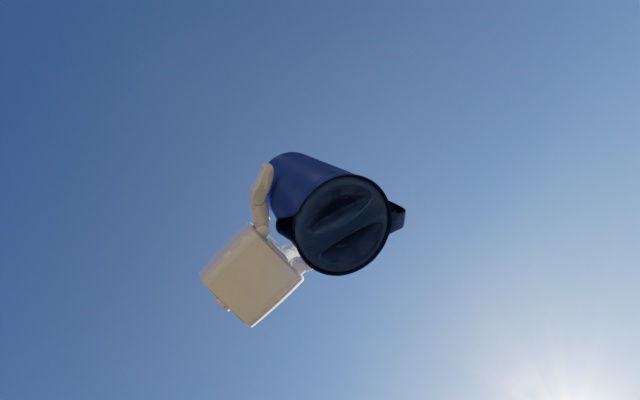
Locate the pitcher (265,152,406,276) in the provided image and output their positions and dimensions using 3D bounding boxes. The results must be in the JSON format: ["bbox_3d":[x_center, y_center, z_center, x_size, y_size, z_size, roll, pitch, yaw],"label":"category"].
[{"bbox_3d":[0.000,0.002,0.698,0.149,0.145,0.242,46,-3,-26],"label":"pitcher"}]
